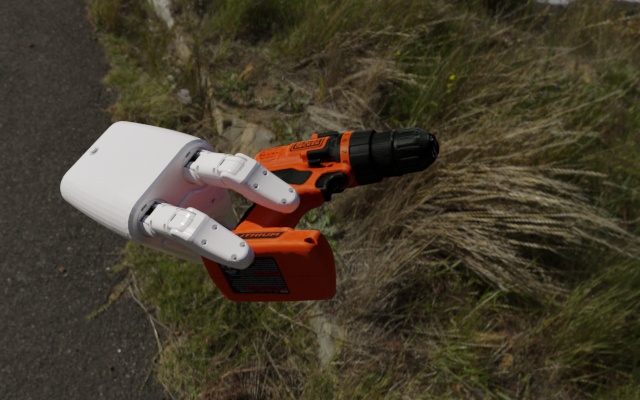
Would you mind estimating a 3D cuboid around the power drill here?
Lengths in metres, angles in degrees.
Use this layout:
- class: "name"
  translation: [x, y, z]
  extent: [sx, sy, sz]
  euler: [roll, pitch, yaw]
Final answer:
- class: "power drill"
  translation: [0.000, 0.002, 0.403]
  extent: [0.184, 0.057, 0.187]
  euler: [-8, 30, 25]
